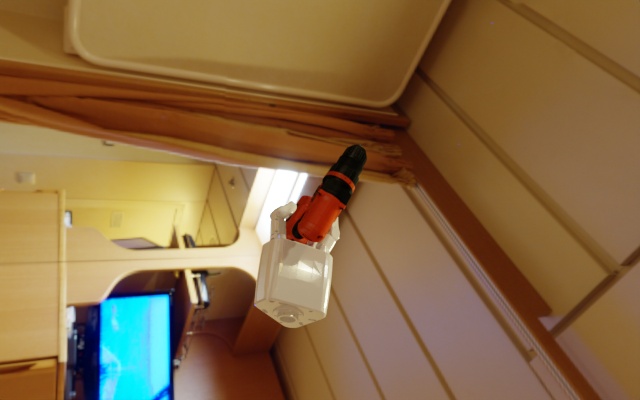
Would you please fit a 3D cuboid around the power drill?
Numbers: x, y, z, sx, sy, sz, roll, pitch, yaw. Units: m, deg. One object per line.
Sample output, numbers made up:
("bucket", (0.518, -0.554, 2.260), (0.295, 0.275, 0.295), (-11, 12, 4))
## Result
("power drill", (0.000, 0.003, 0.816), (0.057, 0.184, 0.188), (35, -25, -5))
